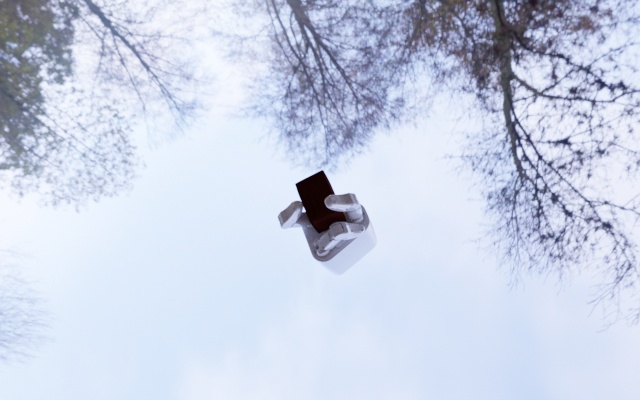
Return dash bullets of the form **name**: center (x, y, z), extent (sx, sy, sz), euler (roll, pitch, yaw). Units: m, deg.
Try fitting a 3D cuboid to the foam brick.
- **foam brick**: center (0.000, 0.002, 0.766), extent (0.053, 0.078, 0.051), euler (-24, -28, 5)
